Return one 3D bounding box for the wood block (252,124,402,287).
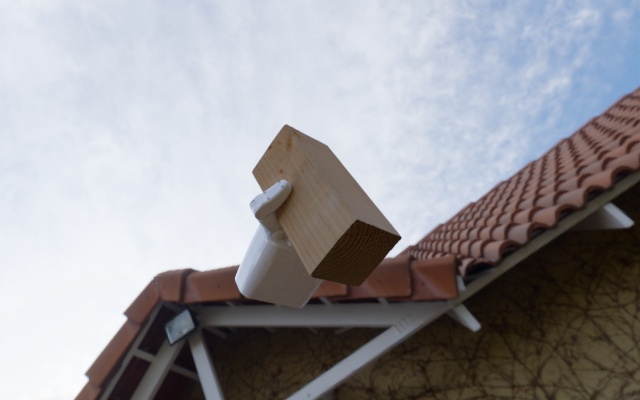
[{"bbox_3d":[0.000,0.002,0.622,0.091,0.090,0.206,21,25,-43],"label":"wood block"}]
